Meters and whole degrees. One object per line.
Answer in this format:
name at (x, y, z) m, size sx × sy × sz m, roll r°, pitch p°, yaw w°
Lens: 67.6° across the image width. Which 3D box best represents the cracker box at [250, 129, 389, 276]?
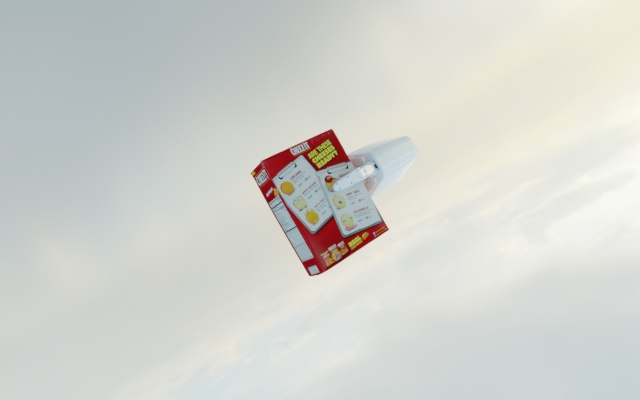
cracker box at (0.000, 0.003, 0.849) m, size 0.164 × 0.213 × 0.072 m, roll -29°, pitch -2°, yaw -32°
